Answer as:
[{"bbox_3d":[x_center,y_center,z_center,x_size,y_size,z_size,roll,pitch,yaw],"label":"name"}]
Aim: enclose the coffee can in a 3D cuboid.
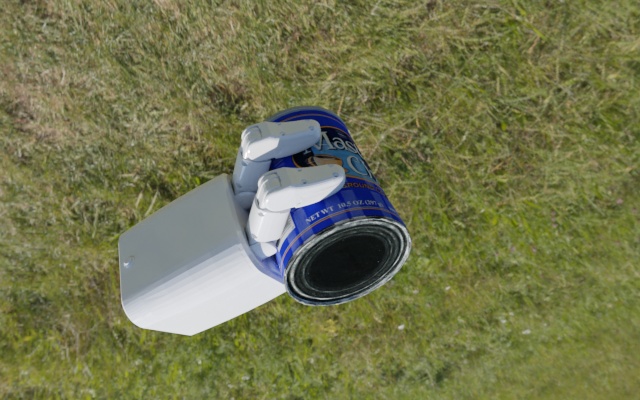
[{"bbox_3d":[0.000,0.001,0.404,0.103,0.103,0.140,0,43,-26],"label":"coffee can"}]
